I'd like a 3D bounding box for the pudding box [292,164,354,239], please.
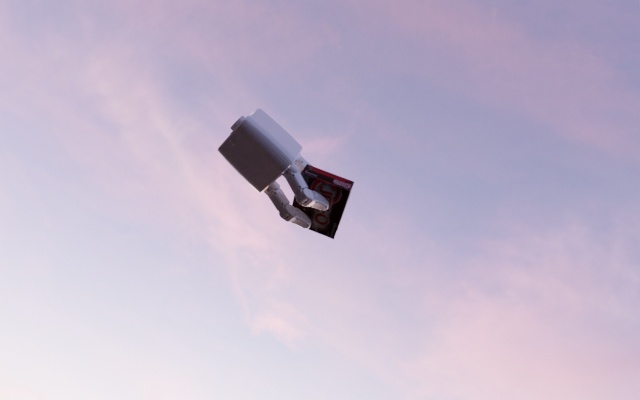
[{"bbox_3d":[0.000,0.003,0.834,0.090,0.114,0.039,21,38,7],"label":"pudding box"}]
